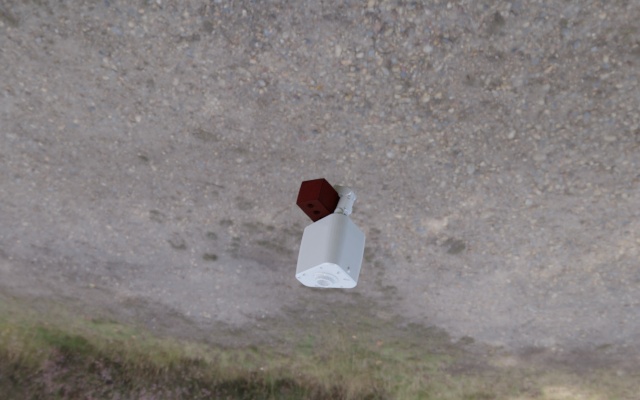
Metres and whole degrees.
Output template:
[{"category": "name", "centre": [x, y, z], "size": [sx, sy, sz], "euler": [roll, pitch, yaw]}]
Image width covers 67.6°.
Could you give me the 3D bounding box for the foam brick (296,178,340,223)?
[{"category": "foam brick", "centre": [0.000, 0.003, 0.896], "size": [0.053, 0.051, 0.078], "euler": [-9, -41, 35]}]
